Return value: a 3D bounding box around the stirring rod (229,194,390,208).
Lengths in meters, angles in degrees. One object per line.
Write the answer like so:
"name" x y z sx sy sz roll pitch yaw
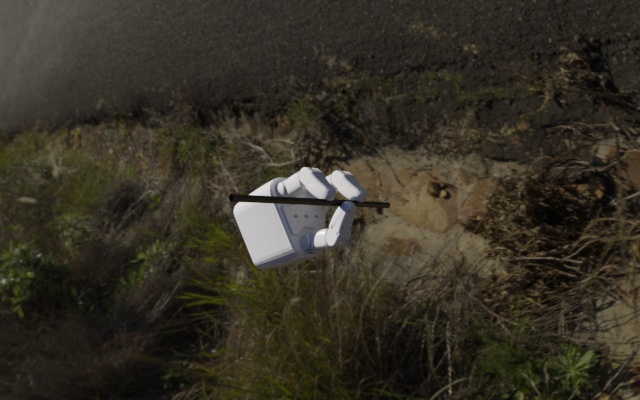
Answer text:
"stirring rod" 0.000 0.002 0.562 0.239 0.011 0.011 3 -2 -41
